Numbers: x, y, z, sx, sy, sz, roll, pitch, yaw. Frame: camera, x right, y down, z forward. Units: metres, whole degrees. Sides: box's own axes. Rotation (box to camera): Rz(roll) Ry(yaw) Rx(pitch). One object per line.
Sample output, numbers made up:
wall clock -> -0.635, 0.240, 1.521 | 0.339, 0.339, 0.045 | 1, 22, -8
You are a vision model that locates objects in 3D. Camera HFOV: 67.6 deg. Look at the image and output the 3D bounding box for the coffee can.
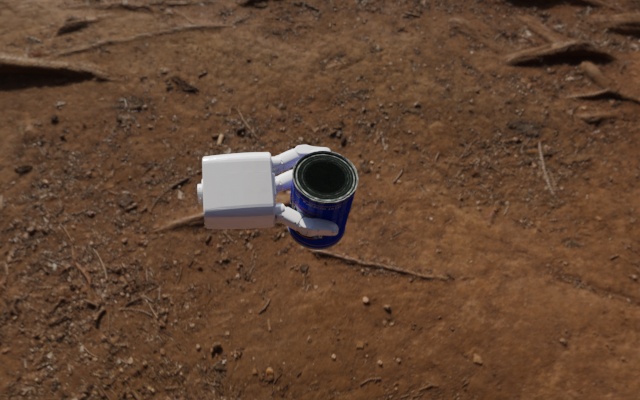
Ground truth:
coffee can -> 0.000, 0.003, 0.782 | 0.103, 0.102, 0.140 | 0, -35, -8
